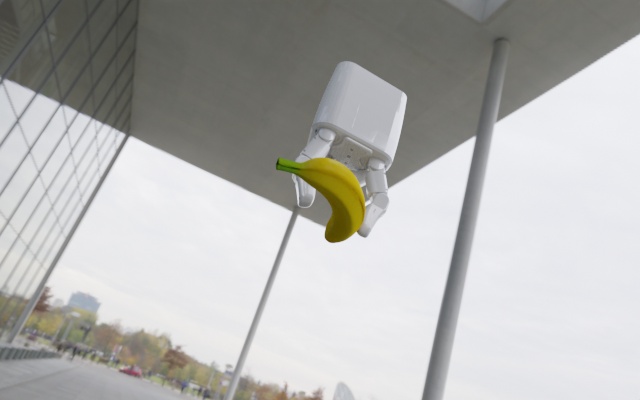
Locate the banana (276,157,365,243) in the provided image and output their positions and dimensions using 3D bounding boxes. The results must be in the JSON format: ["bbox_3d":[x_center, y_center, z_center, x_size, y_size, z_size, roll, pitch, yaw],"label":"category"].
[{"bbox_3d":[0.016,0.003,0.524,0.069,0.037,0.198,8,-25,21],"label":"banana"}]
